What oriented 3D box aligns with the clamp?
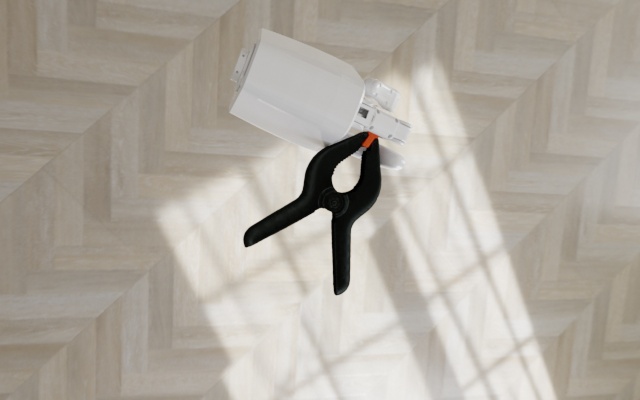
[{"bbox_3d":[0.000,0.002,0.484,0.120,0.171,0.039,21,1,-16],"label":"clamp"}]
